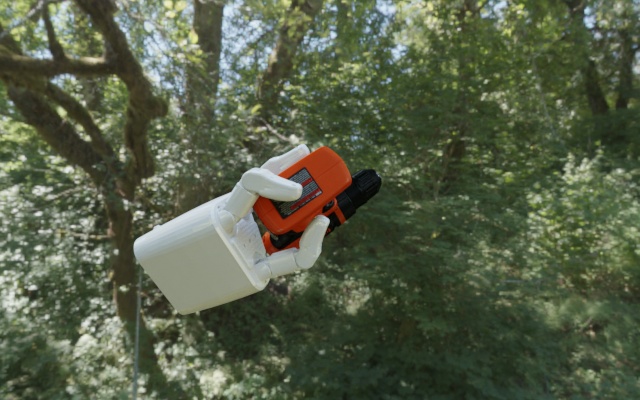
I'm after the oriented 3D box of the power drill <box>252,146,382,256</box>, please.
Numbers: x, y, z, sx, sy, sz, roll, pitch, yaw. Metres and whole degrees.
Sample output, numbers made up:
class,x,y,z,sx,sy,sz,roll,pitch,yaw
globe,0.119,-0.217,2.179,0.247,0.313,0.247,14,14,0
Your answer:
class,x,y,z,sx,sy,sz,roll,pitch,yaw
power drill,0.000,0.002,0.578,0.184,0.057,0.188,-37,-15,-5
